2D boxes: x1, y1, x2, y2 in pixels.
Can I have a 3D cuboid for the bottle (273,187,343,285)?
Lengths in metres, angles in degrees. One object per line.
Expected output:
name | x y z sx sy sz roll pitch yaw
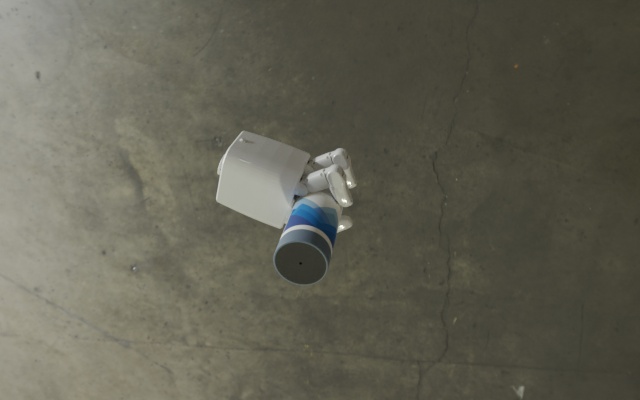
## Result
bottle | 0.000 0.002 0.687 0.069 0.069 0.295 0 30 11
